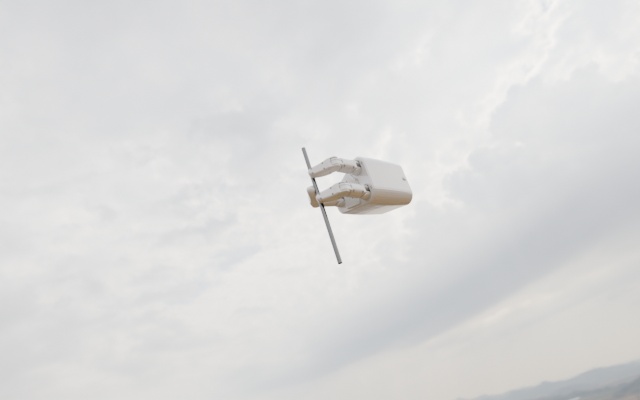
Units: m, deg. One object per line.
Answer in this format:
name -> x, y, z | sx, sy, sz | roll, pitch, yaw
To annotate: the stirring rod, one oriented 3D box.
stirring rod -> 0.000, 0.003, 0.847 | 0.011, 0.239, 0.011 | -14, -28, -8
